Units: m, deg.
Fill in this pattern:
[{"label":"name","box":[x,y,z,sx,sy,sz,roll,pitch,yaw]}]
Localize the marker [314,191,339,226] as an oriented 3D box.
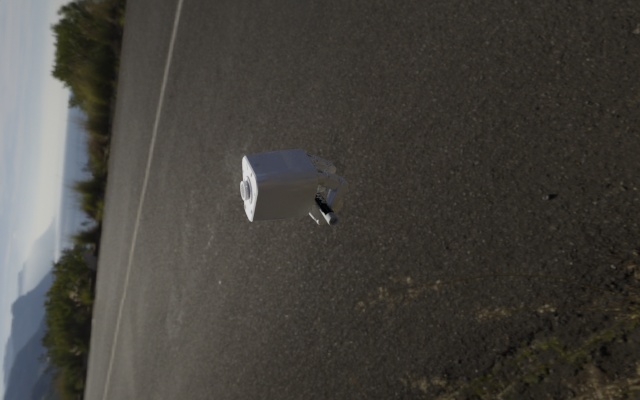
[{"label":"marker","box":[0.000,0.003,0.858,0.020,0.020,0.121,0,33,-27]}]
